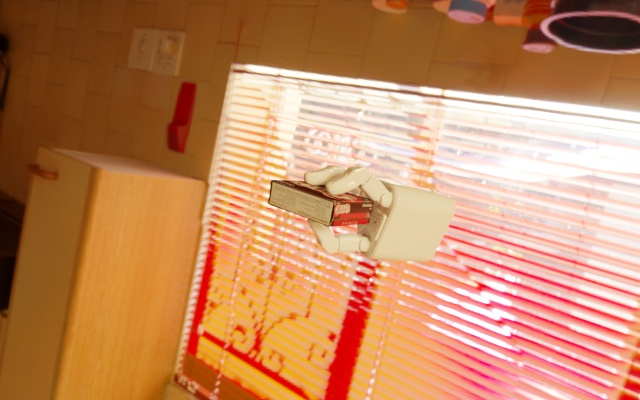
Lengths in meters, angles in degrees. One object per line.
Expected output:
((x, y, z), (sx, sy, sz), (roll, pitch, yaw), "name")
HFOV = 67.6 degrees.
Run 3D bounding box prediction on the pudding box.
((0.000, 0.002, 0.634), (0.113, 0.039, 0.090), (16, 9, 37), "pudding box")
